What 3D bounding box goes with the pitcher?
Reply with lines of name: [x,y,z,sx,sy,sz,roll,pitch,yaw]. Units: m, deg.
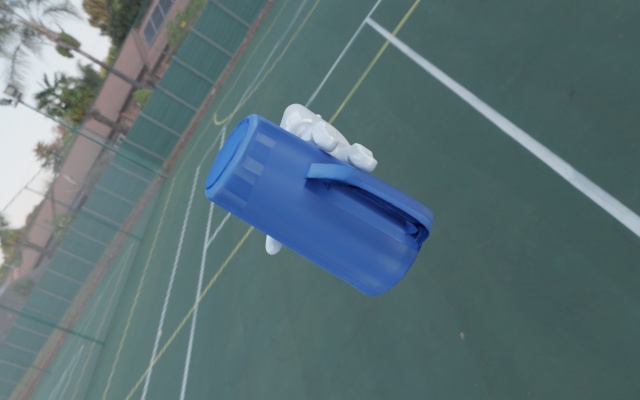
pitcher: [0.000,0.002,0.555,0.243,0.149,0.145,30,18,-21]
